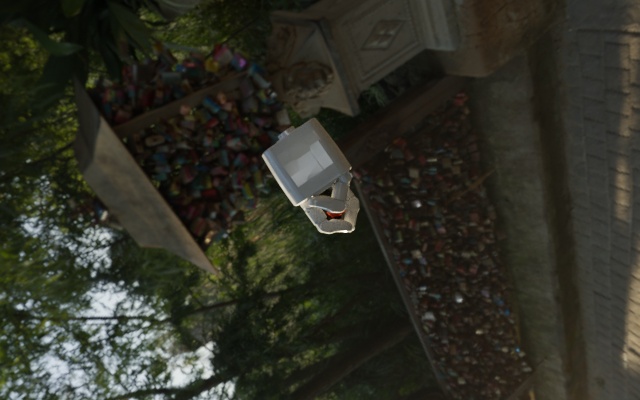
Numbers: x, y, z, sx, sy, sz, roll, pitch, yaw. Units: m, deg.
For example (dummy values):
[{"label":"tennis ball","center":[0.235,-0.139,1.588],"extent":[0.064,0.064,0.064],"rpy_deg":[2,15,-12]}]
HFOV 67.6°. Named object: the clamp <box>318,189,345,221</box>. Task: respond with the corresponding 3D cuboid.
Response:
[{"label":"clamp","center":[0.000,0.003,0.893],"extent":[0.039,0.120,0.171],"rpy_deg":[-36,5,-14]}]
